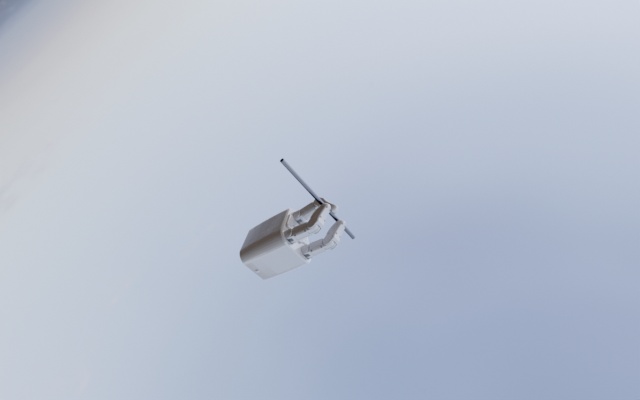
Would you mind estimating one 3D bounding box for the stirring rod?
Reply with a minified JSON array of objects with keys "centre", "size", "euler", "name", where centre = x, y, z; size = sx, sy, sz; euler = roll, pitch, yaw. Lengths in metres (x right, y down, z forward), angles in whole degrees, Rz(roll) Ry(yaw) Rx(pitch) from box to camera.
[{"centre":[0.000,0.003,0.876],"size":[0.011,0.011,0.240],"euler":[0,-36,42],"name":"stirring rod"}]
